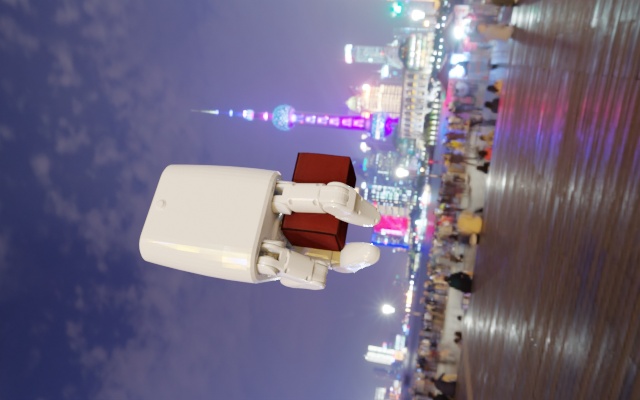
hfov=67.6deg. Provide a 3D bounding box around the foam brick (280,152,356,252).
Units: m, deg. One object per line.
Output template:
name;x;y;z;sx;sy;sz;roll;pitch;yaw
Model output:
foam brick;0.000;0.001;0.443;0.051;0.078;0.053;7;-22;13
